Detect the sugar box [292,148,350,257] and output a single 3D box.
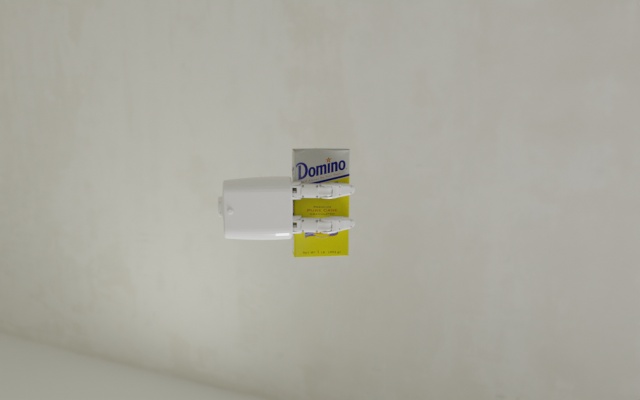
[{"bbox_3d":[0.000,0.003,0.785,0.093,0.176,0.048,-1,9,-9],"label":"sugar box"}]
